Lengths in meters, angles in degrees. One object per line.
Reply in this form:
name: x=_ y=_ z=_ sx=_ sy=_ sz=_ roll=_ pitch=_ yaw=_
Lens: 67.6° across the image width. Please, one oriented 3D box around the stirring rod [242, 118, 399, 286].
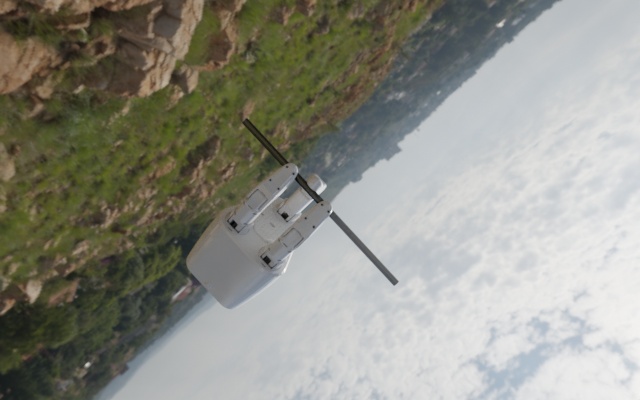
stirring rod: x=0.000 y=0.002 z=0.517 sx=0.011 sy=0.239 sz=0.011 roll=-43 pitch=0 yaw=0
